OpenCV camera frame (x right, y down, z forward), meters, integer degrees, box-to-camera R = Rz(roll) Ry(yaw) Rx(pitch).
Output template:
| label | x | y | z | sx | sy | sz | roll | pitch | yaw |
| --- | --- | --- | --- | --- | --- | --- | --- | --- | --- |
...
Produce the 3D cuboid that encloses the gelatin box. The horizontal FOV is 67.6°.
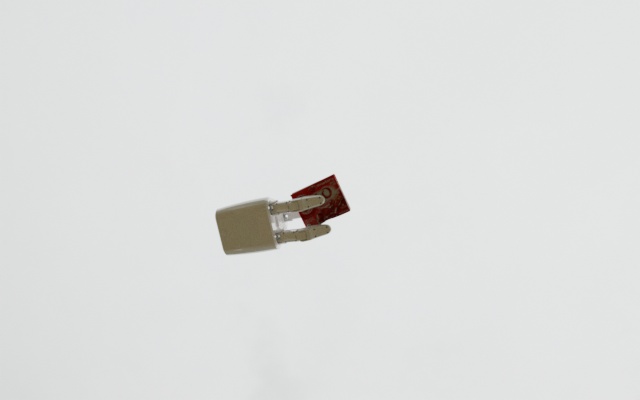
| label | x | y | z | sx | sy | sz | roll | pitch | yaw |
| --- | --- | --- | --- | --- | --- | --- | --- | --- | --- |
| gelatin box | 0.000 | 0.003 | 0.864 | 0.089 | 0.073 | 0.030 | -24 | 5 | 8 |
